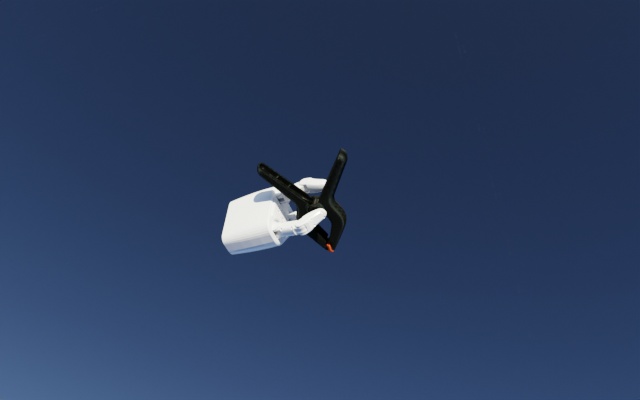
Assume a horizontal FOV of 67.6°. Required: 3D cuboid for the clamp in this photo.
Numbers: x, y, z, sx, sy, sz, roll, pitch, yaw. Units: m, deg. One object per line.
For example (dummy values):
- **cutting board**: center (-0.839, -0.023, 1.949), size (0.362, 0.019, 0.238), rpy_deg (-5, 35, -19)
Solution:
- **clamp**: center (0.000, 0.004, 0.855), size (0.164, 0.210, 0.036), rpy_deg (-14, 30, 24)
